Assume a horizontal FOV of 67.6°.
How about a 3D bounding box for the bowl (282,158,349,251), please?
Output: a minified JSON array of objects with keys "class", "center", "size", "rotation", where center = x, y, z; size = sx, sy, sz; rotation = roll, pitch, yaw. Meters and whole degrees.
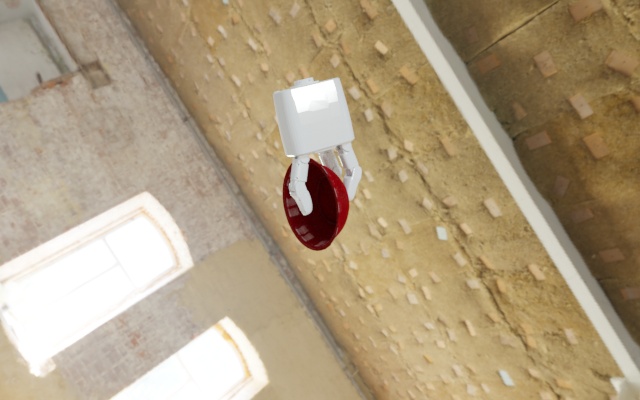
[{"class":"bowl","center":[0.000,0.004,0.823],"size":[0.055,0.162,0.162],"rotation":[-12,7,-36]}]
